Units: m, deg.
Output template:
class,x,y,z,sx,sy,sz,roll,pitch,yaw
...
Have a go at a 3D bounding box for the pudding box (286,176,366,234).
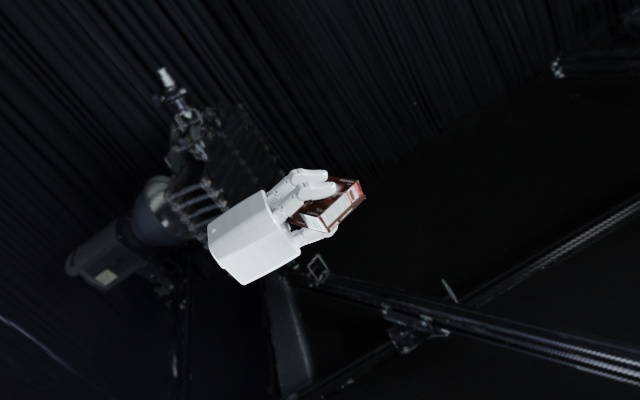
class,x,y,z,sx,sy,sz,roll,pitch,yaw
pudding box,0.000,0.003,0.740,0.090,0.039,0.113,-43,32,-24
